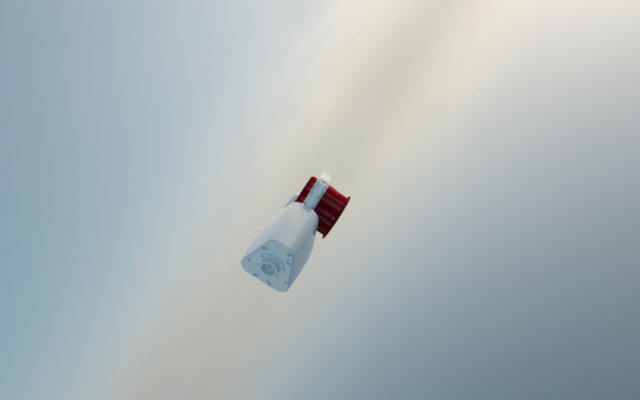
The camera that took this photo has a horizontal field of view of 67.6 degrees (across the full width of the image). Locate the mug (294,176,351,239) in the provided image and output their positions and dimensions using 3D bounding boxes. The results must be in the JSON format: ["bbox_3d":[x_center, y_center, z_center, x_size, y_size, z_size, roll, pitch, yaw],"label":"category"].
[{"bbox_3d":[0.000,0.002,0.882,0.081,0.093,0.117,33,38,-2],"label":"mug"}]
